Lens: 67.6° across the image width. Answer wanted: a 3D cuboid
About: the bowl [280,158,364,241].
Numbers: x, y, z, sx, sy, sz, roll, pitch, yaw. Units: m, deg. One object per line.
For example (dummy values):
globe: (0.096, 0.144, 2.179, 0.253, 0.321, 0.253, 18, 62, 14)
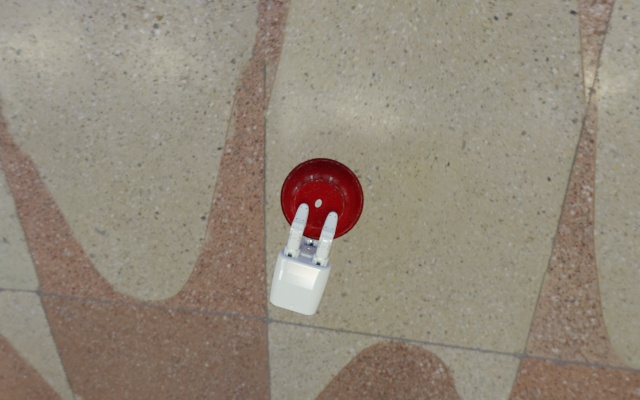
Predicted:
bowl: (0.000, 0.002, 0.890, 0.162, 0.162, 0.055, 0, 10, 5)
